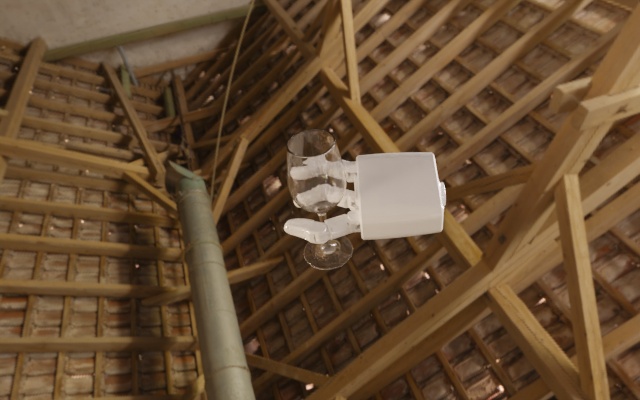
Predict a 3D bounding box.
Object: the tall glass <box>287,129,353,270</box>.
[{"bbox_3d":[0.000,0.003,0.654,0.079,0.201,0.079,-5,41,5],"label":"tall glass"}]
